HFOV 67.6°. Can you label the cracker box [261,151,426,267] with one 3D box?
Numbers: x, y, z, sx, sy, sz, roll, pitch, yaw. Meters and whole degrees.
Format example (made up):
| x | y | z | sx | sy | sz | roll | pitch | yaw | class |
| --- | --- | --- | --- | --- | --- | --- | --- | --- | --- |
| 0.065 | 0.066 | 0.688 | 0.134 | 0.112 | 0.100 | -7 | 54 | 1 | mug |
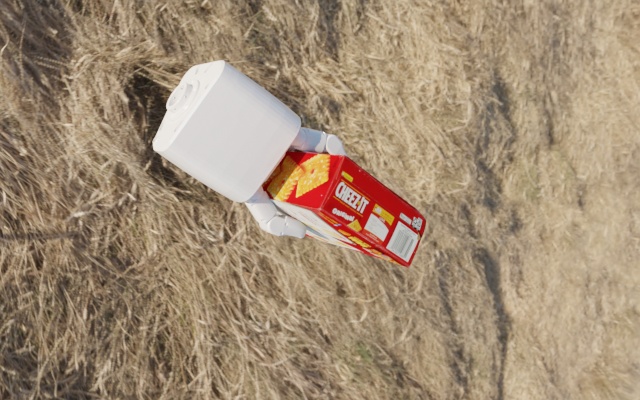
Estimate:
| x | y | z | sx | sy | sz | roll | pitch | yaw | class |
| --- | --- | --- | --- | --- | --- | --- | --- | --- | --- |
| 0.000 | 0.002 | 0.599 | 0.164 | 0.072 | 0.213 | 33 | -13 | -37 | cracker box |
